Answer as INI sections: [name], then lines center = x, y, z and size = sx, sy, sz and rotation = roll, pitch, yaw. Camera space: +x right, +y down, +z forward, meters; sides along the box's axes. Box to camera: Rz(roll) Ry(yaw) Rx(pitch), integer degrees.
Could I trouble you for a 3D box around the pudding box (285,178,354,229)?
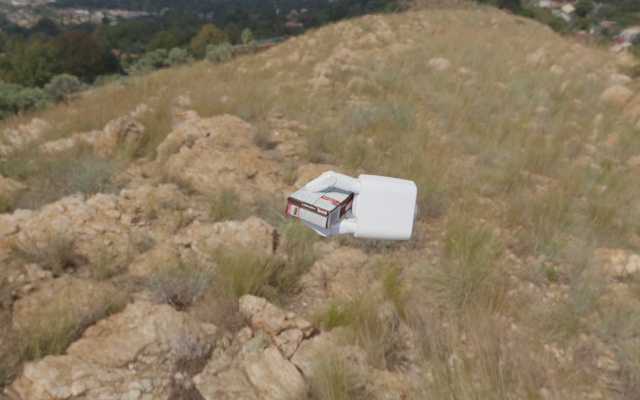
[pudding box]
center = 0.000, 0.003, 0.895
size = 0.090, 0.039, 0.113
rotation = 19, 27, 20
